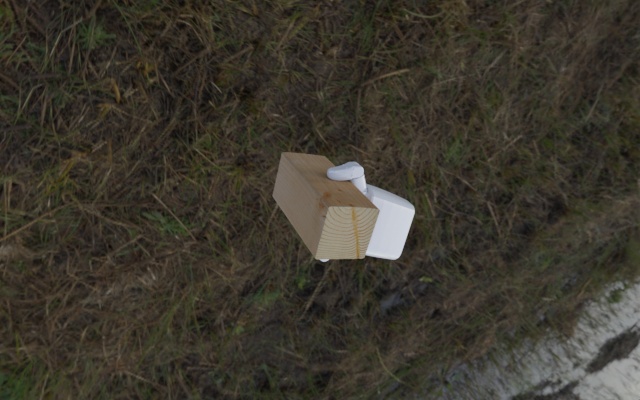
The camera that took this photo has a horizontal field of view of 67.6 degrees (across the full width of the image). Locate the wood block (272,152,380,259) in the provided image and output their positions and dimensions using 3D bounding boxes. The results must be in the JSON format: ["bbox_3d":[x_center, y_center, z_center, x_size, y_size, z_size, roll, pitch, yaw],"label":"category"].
[{"bbox_3d":[0.001,0.002,0.788,0.090,0.091,0.206,3,25,-27],"label":"wood block"}]
